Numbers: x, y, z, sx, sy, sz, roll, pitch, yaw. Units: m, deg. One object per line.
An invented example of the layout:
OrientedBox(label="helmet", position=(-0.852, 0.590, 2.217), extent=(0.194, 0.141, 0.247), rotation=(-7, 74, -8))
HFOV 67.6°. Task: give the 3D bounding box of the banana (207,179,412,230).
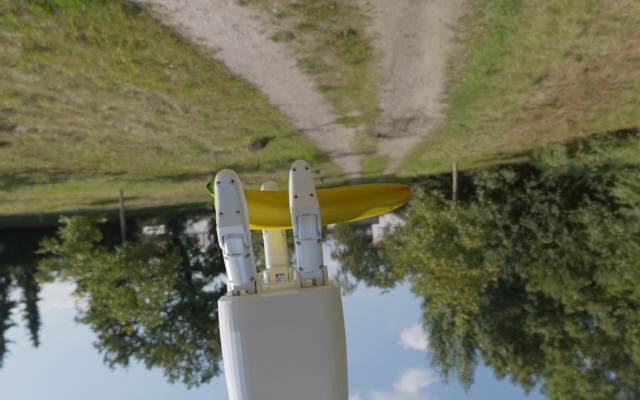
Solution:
OrientedBox(label="banana", position=(-0.011, 0.005, 0.436), extent=(0.198, 0.037, 0.069), rotation=(-2, -10, -28))
